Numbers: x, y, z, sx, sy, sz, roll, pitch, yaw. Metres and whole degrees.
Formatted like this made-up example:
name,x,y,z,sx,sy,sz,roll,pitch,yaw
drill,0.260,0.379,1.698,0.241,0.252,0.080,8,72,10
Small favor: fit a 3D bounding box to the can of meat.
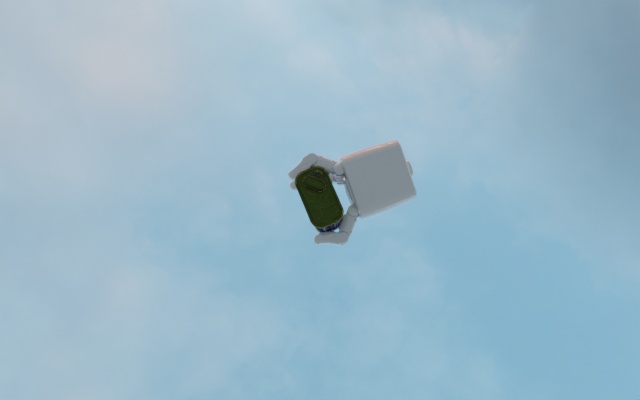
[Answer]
name,x,y,z,sx,sy,sz,roll,pitch,yaw
can of meat,0.000,0.003,0.815,0.057,0.102,0.084,-23,-13,-2
